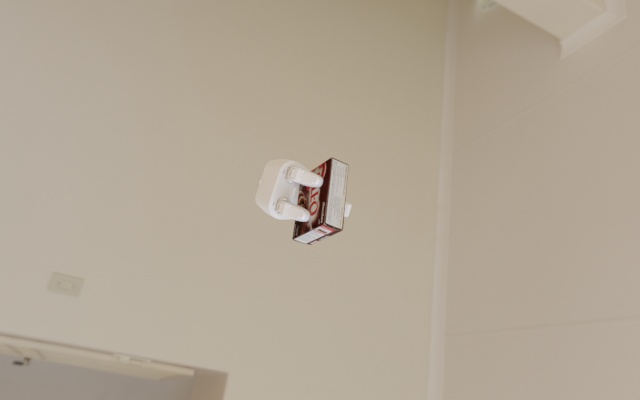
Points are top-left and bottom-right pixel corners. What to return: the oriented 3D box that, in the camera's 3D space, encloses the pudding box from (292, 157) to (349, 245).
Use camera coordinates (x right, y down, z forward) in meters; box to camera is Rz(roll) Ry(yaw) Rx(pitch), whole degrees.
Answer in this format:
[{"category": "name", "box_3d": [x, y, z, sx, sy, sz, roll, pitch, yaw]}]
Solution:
[{"category": "pudding box", "box_3d": [0.000, 0.002, 0.726, 0.039, 0.113, 0.090, 18, -28, -27]}]
